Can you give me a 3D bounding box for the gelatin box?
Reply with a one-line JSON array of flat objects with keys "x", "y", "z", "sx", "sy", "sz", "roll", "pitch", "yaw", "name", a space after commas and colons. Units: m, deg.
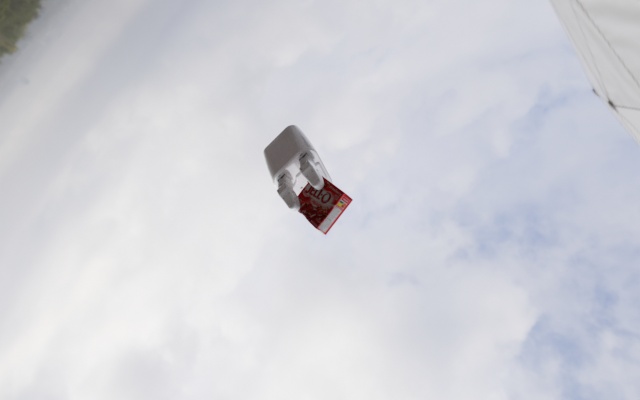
[{"x": 0.001, "y": 0.003, "z": 0.784, "sx": 0.030, "sy": 0.073, "sz": 0.089, "roll": 36, "pitch": 3, "yaw": -43, "name": "gelatin box"}]
